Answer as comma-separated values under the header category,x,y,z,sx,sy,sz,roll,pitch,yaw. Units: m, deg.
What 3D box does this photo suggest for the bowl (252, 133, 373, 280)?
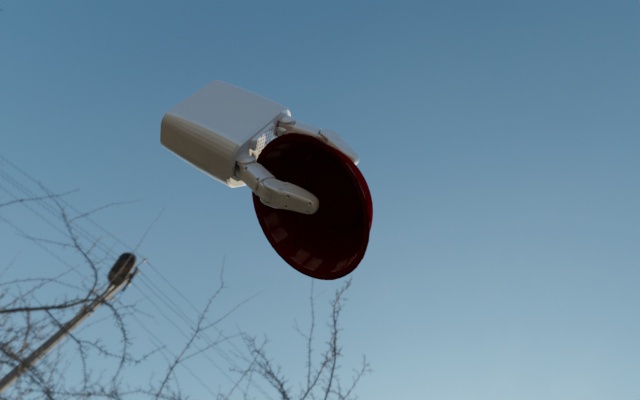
category,x,y,z,sx,sy,sz,roll,pitch,yaw
bowl,0.001,0.002,0.517,0.162,0.162,0.055,0,17,42
